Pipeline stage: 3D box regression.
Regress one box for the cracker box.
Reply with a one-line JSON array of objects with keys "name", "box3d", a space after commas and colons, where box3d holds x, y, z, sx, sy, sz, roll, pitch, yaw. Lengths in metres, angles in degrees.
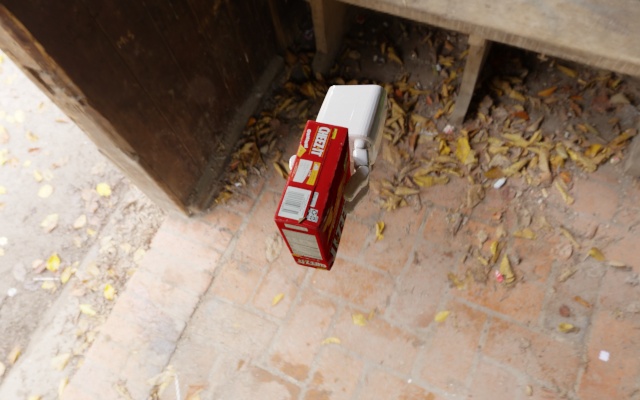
[{"name": "cracker box", "box3d": [0.000, 0.002, 0.754, 0.072, 0.164, 0.214, 13, -22, 12]}]
